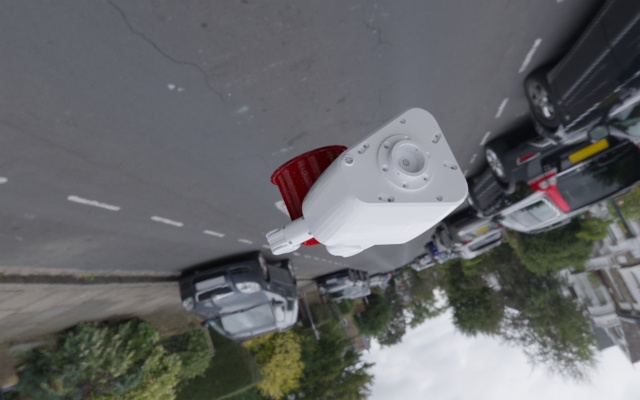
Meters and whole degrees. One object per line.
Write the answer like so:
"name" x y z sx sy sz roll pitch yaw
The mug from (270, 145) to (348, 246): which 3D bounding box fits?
"mug" 0.000 0.002 0.529 0.093 0.081 0.117 -17 -14 -20
